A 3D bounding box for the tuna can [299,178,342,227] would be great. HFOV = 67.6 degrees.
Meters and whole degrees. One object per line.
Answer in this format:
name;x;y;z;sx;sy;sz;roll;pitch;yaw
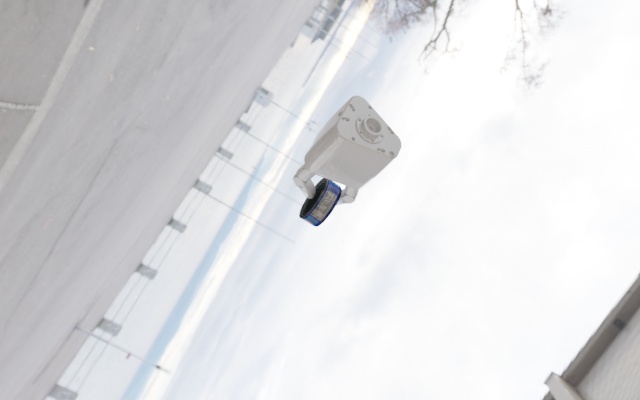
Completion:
tuna can;0.001;0.003;0.834;0.034;0.086;0.086;33;-9;-13
